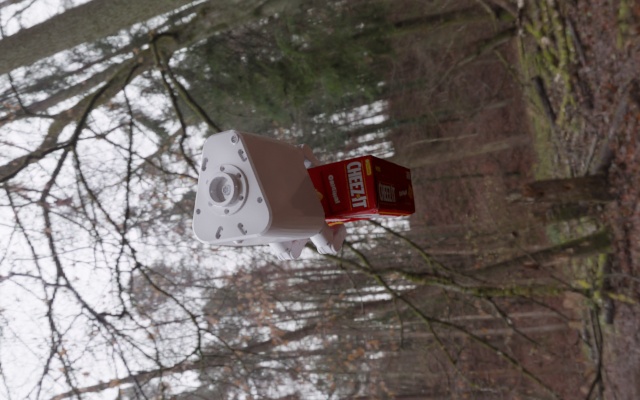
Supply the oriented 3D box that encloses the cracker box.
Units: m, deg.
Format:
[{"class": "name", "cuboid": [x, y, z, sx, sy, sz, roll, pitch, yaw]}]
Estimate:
[{"class": "cracker box", "cuboid": [0.000, 0.002, 0.633, 0.214, 0.072, 0.164, -10, -6, 25]}]
